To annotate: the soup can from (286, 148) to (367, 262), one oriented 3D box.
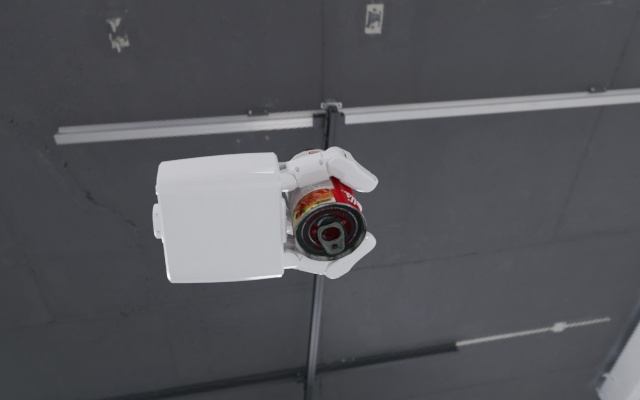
[{"bbox_3d":[0.001,0.001,0.473,0.068,0.068,0.102,0,35,-13],"label":"soup can"}]
